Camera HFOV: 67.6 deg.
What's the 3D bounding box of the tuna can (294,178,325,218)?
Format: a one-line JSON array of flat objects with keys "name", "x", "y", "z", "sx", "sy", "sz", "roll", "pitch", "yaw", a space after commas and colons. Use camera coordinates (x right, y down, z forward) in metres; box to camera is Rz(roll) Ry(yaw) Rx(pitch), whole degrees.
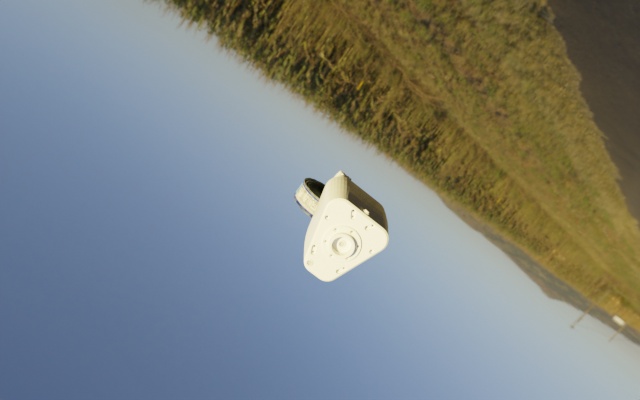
[{"name": "tuna can", "x": 0.000, "y": 0.003, "z": 0.772, "sx": 0.086, "sy": 0.034, "sz": 0.086, "roll": 33, "pitch": 18, "yaw": -12}]
